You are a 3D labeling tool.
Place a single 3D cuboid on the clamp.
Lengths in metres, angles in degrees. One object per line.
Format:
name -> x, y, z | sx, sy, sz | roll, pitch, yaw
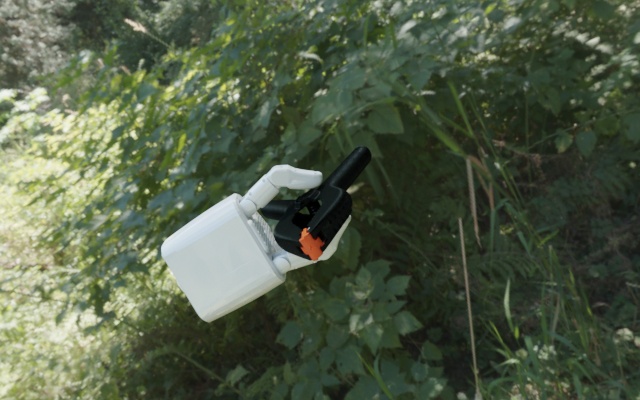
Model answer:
clamp -> -0.001, 0.001, 0.546 | 0.164, 0.036, 0.210 | -33, 17, 5
